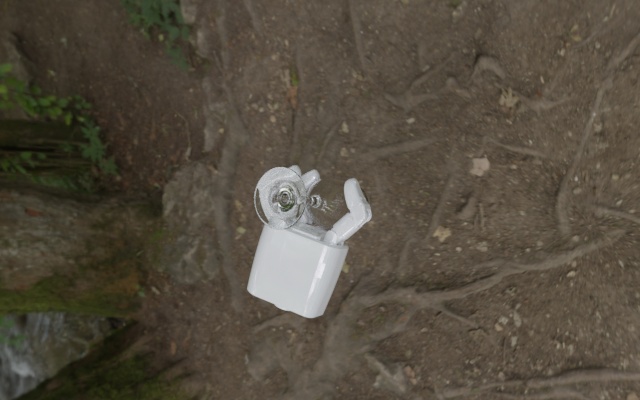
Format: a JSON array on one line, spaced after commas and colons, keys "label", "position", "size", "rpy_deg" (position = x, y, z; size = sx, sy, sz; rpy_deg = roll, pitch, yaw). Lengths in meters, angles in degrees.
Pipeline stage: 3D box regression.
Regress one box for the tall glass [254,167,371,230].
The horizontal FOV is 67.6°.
[{"label": "tall glass", "position": [0.000, 0.002, 0.647], "size": [0.079, 0.079, 0.201], "rpy_deg": [0, -2, 30]}]
